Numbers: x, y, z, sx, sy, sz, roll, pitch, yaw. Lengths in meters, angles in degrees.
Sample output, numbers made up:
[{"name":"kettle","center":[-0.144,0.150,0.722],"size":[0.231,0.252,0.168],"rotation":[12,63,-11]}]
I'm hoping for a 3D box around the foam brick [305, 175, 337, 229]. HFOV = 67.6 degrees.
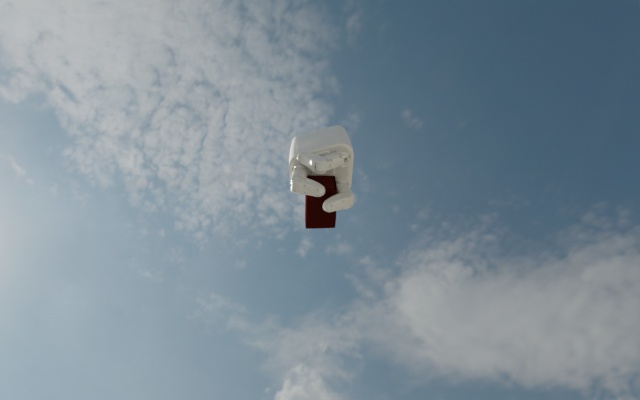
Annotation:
[{"name":"foam brick","center":[0.000,0.003,0.822],"size":[0.053,0.078,0.051],"rotation":[1,29,-4]}]
